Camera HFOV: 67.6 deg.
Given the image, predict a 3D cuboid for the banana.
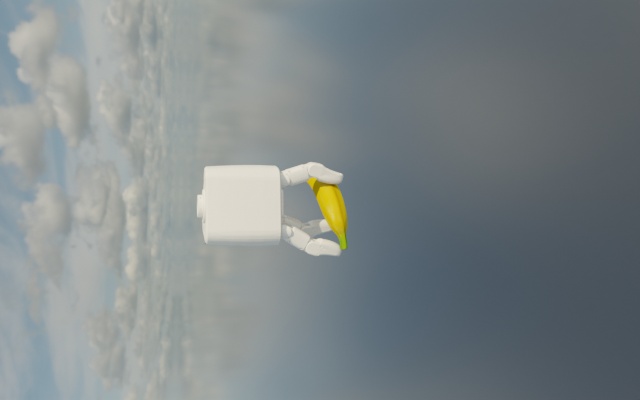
[{"bbox_3d":[0.004,-0.010,0.765,0.037,0.070,0.197,-2,38,-18],"label":"banana"}]
